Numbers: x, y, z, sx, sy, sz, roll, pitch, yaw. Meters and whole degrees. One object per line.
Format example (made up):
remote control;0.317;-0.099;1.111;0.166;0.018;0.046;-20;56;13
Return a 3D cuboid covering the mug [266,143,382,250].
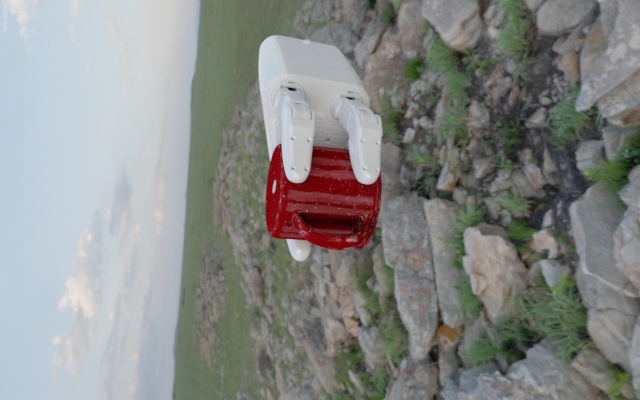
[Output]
mug;0.000;0.002;0.404;0.081;0.093;0.117;4;35;-15
